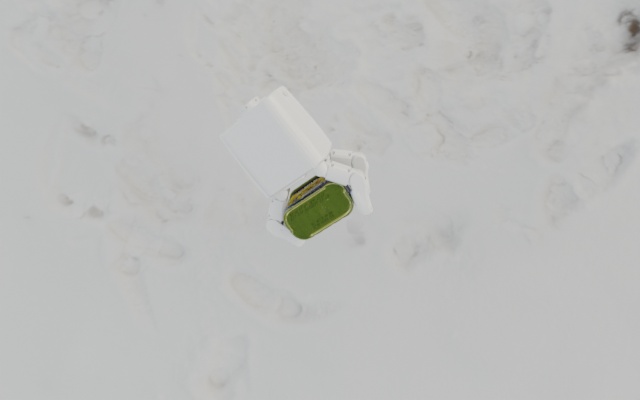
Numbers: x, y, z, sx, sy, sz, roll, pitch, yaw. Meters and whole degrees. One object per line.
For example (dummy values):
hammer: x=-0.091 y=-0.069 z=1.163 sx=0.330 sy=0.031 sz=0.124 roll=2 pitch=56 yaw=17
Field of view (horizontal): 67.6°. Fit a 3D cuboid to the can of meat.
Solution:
can of meat: x=0.000 y=0.002 z=0.667 sx=0.102 sy=0.057 sz=0.084 roll=-33 pitch=13 yaw=15
